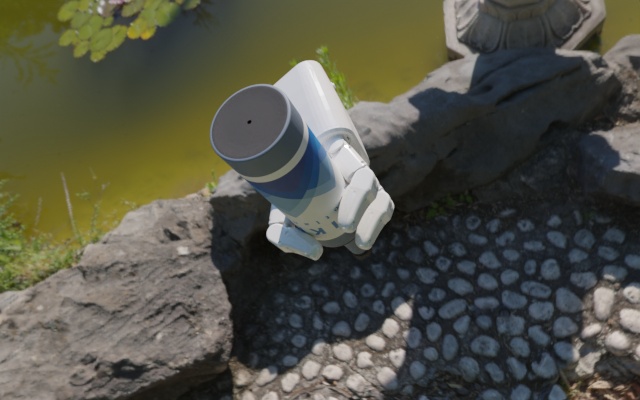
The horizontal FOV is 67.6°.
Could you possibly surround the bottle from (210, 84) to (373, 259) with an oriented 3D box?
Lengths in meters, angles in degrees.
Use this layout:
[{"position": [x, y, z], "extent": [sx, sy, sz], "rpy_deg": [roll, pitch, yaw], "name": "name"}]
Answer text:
[{"position": [0.000, 0.002, 0.470], "extent": [0.069, 0.069, 0.296], "rpy_deg": [0, -24, 23], "name": "bottle"}]
